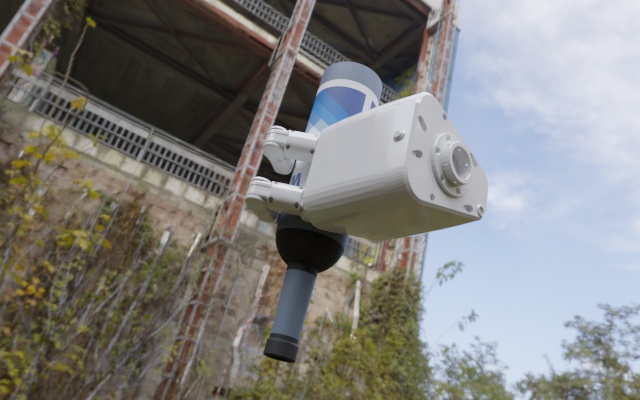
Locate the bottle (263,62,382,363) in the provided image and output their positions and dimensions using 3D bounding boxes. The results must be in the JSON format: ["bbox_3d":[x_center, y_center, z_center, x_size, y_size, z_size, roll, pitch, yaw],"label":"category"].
[{"bbox_3d":[0.000,0.001,0.455,0.069,0.295,0.069,12,-25,6],"label":"bottle"}]
